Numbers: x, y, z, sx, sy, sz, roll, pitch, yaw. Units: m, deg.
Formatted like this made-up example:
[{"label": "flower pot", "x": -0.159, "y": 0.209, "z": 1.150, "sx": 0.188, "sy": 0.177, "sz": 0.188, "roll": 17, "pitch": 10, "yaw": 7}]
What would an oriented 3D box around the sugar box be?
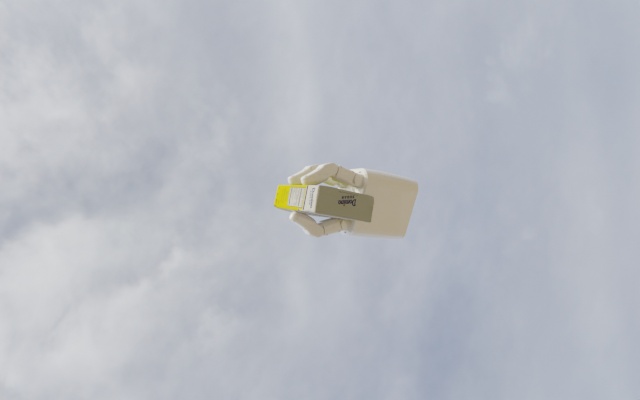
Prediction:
[{"label": "sugar box", "x": 0.000, "y": 0.002, "z": 0.745, "sx": 0.093, "sy": 0.048, "sz": 0.176, "roll": 11, "pitch": -5, "yaw": -25}]
